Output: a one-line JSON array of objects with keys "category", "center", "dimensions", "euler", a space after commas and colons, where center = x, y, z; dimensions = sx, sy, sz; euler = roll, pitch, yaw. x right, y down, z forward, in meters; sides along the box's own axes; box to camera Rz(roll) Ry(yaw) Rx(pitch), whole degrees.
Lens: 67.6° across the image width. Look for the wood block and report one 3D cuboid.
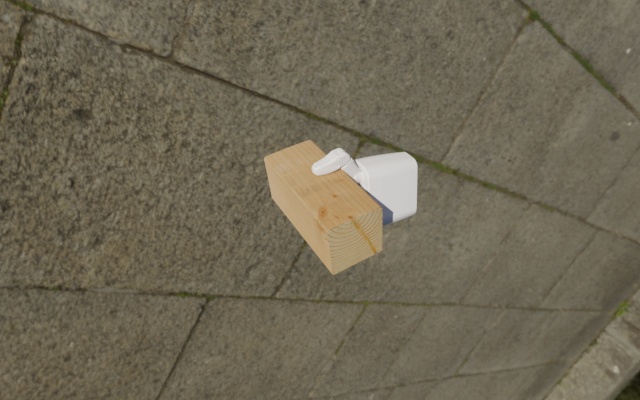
[{"category": "wood block", "center": [0.001, 0.002, 0.737], "dimensions": [0.090, 0.091, 0.206], "euler": [-23, 43, -19]}]
